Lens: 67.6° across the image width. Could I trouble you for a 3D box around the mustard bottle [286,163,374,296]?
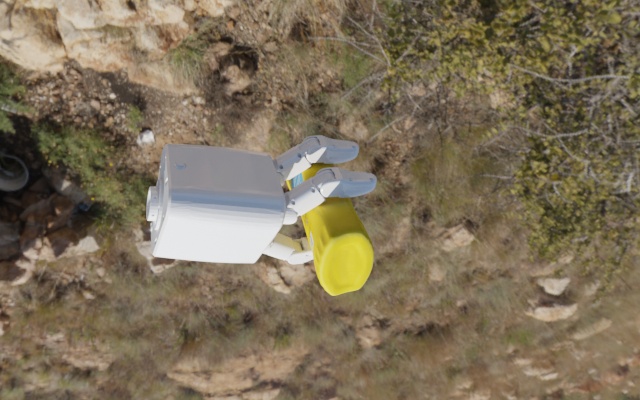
[{"bbox_3d":[0.000,0.002,0.524,0.058,0.096,0.191,-14,45,-9],"label":"mustard bottle"}]
